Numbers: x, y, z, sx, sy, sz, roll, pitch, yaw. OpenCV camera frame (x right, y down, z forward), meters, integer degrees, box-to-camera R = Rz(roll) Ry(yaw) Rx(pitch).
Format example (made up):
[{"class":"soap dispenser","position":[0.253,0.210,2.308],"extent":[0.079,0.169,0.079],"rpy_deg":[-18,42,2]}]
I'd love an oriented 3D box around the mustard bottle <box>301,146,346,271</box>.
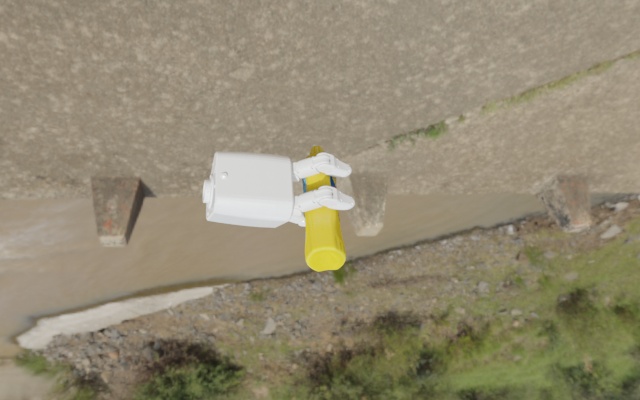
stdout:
[{"class":"mustard bottle","position":[0.000,0.003,0.717],"extent":[0.058,0.191,0.096],"rpy_deg":[-7,-27,3]}]
